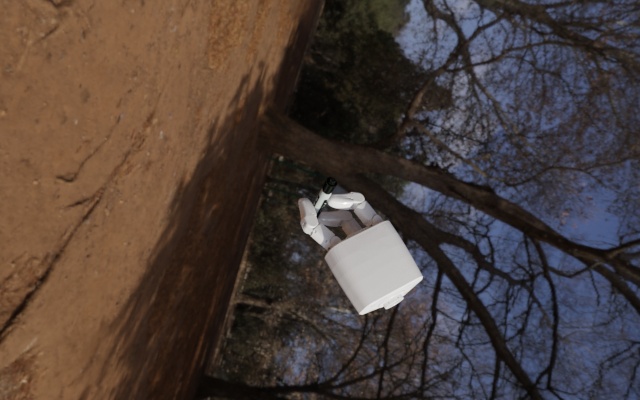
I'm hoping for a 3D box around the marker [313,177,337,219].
[{"bbox_3d":[0.000,0.002,0.761,0.020,0.020,0.121,0,-33,-22],"label":"marker"}]
